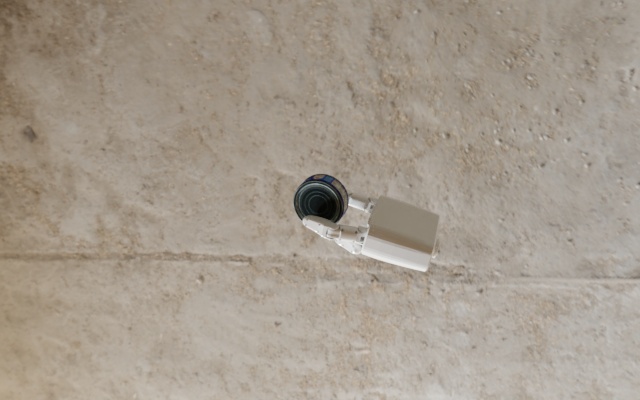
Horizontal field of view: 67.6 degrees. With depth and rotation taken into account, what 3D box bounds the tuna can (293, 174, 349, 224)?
[{"bbox_3d":[0.000,0.003,0.766,0.086,0.086,0.033,0,20,19],"label":"tuna can"}]
